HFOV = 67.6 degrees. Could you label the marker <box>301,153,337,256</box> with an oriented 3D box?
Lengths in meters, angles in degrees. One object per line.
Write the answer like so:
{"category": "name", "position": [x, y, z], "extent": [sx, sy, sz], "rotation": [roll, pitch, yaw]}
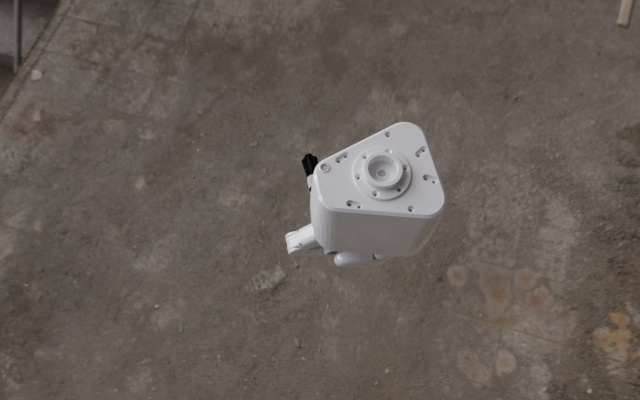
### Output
{"category": "marker", "position": [0.000, 0.002, 0.532], "extent": [0.020, 0.121, 0.020], "rotation": [-13, -21, -5]}
